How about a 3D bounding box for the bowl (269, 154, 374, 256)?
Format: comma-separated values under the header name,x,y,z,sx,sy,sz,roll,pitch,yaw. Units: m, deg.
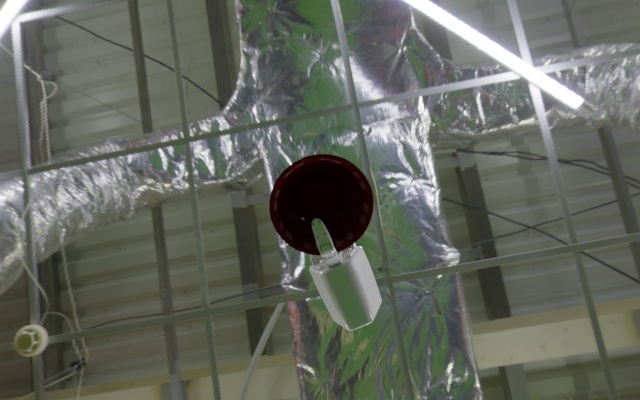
name,x,y,z,sx,sy,sz,roll,pitch,yaw
bowl,0.000,0.001,0.757,0.162,0.162,0.055,0,15,-5
